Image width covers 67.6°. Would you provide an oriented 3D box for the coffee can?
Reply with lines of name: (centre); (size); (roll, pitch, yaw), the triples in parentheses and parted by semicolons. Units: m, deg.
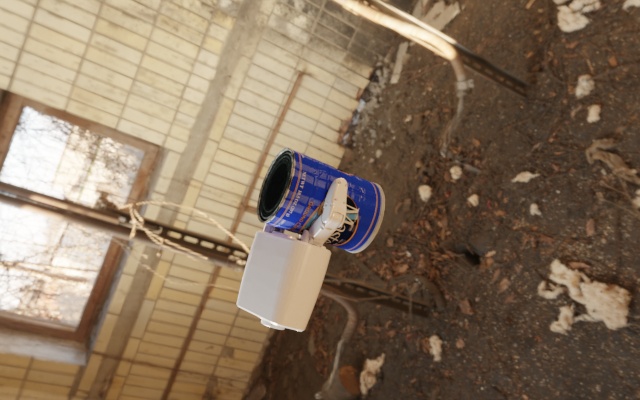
coffee can: (0.000, 0.002, 0.639); (0.140, 0.103, 0.103); (20, -9, -24)
